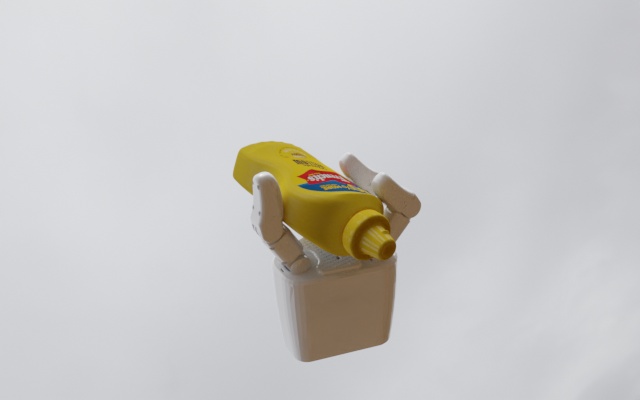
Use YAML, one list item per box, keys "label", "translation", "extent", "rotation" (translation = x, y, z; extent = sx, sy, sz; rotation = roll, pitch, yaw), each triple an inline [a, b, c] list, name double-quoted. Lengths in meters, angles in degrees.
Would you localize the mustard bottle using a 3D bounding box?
- label: "mustard bottle"
  translation: [0.000, 0.001, 0.434]
  extent: [0.096, 0.058, 0.191]
  rotation: [7, 19, -38]
